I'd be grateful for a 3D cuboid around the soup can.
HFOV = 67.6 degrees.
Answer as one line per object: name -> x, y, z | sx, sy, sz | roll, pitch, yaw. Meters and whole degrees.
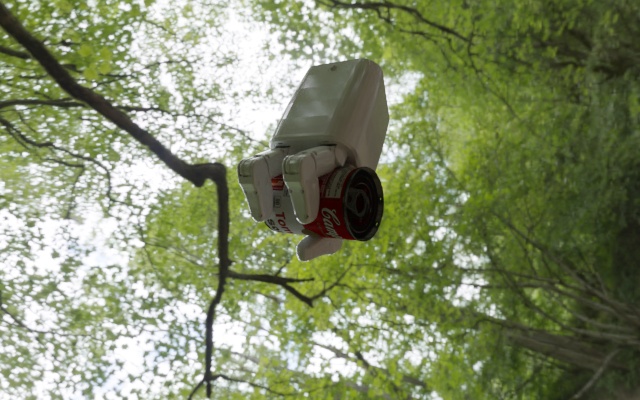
soup can -> 0.000, 0.002, 0.459 | 0.102, 0.068, 0.068 | 3, 1, 35
